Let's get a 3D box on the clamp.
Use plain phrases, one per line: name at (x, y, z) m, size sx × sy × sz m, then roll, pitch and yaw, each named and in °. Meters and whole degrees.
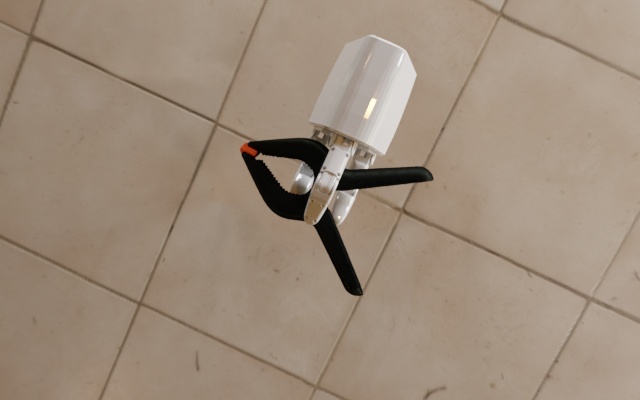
clamp at (0.000, 0.001, 0.538) m, size 0.210 × 0.164 × 0.036 m, roll 24°, pitch 4°, yaw 0°
